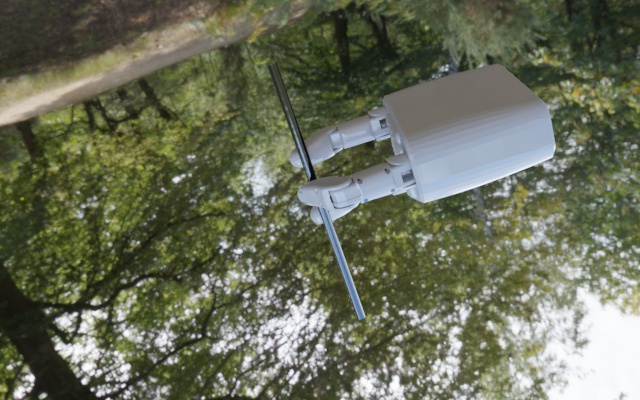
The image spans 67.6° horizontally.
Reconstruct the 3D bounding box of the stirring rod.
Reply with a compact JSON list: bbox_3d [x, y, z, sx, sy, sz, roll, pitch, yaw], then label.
[{"bbox_3d":[0.000,0.001,0.410,0.011,0.239,0.011,-18,18,6],"label":"stirring rod"}]
